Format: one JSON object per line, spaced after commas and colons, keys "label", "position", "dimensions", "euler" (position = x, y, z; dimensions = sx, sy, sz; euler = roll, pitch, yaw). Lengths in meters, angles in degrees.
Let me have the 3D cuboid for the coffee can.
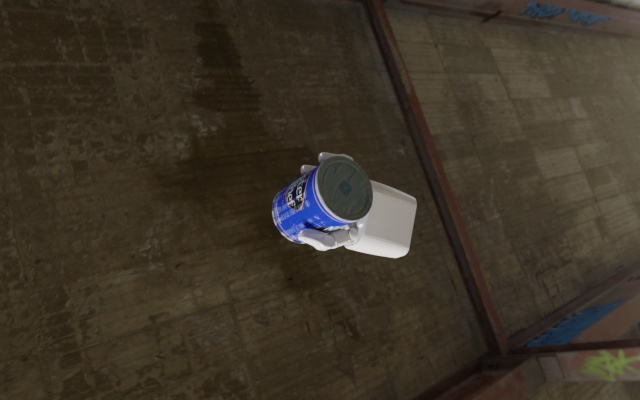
{"label": "coffee can", "position": [0.000, 0.002, 0.759], "dimensions": [0.103, 0.102, 0.140], "euler": [0, -18, -35]}
